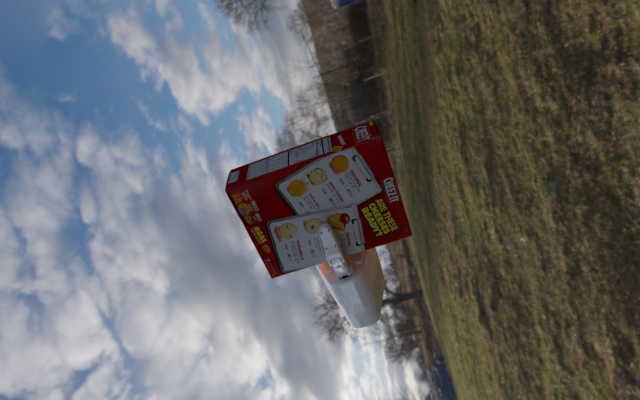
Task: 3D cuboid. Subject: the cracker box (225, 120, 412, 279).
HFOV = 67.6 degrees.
[{"bbox_3d":[0.000,0.002,0.666,0.214,0.164,0.072,-19,31,7],"label":"cracker box"}]
